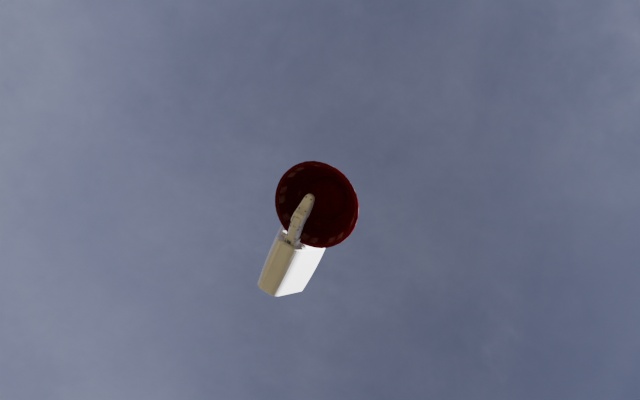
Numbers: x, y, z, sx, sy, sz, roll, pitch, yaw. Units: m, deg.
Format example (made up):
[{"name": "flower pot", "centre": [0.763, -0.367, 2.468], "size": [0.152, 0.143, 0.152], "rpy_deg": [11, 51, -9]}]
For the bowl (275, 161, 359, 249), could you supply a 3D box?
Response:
[{"name": "bowl", "centre": [0.001, 0.002, 0.874], "size": [0.162, 0.162, 0.055], "rpy_deg": [0, 15, 23]}]
